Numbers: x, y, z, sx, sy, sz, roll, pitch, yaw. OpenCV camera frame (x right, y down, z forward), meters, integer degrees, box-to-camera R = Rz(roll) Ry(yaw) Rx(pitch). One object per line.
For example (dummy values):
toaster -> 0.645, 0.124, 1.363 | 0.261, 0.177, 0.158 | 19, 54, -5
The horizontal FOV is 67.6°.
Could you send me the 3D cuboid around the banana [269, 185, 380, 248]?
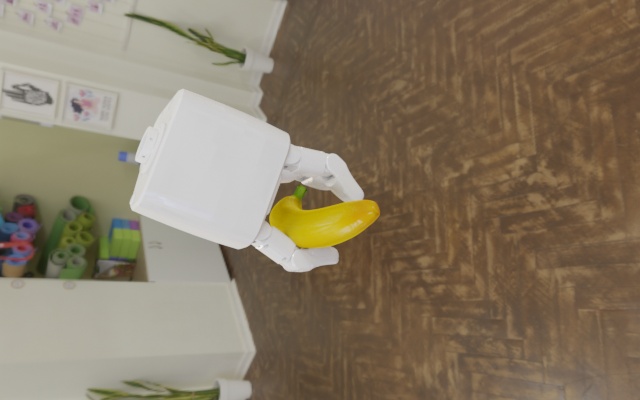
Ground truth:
banana -> -0.011, 0.017, 0.478 | 0.037, 0.069, 0.198 | 37, -7, -23
